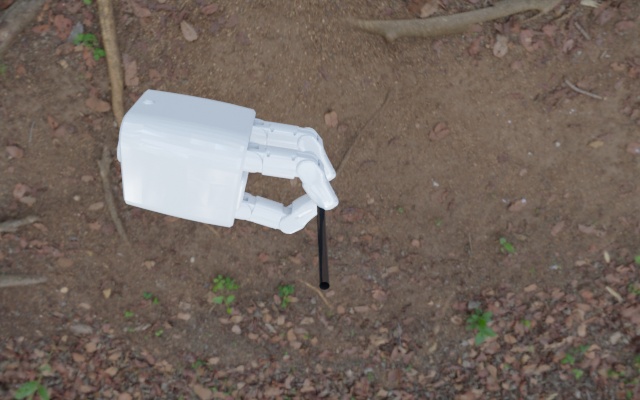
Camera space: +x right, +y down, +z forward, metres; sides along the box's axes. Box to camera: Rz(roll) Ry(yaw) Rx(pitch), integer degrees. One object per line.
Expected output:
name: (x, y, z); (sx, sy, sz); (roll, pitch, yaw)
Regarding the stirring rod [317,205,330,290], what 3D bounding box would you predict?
stirring rod: (0.000, 0.001, 0.463); (0.011, 0.011, 0.239); (0, 32, -2)
